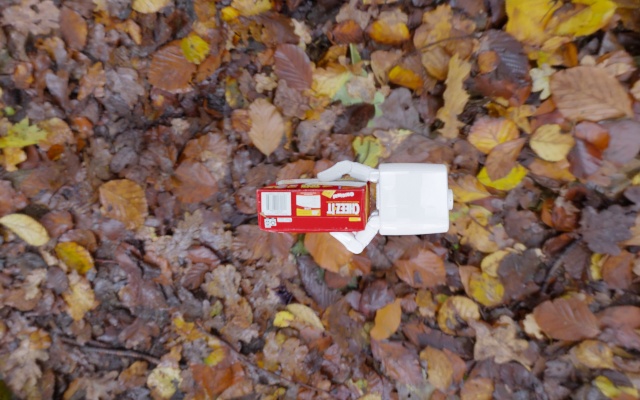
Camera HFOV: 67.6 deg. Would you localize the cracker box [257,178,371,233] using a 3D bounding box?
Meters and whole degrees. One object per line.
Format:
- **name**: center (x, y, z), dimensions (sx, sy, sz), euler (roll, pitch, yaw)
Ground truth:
- **cracker box**: center (0.000, 0.002, 0.805), dimensions (0.164, 0.072, 0.213), euler (0, 7, 8)
